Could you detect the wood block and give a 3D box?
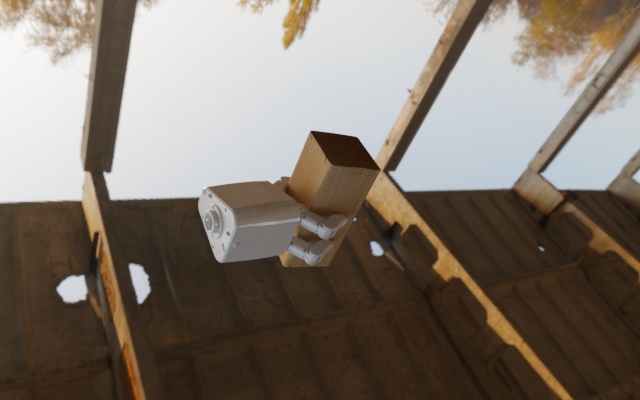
[{"bbox_3d":[0.000,0.002,0.761,0.090,0.206,0.090,3,40,-31],"label":"wood block"}]
